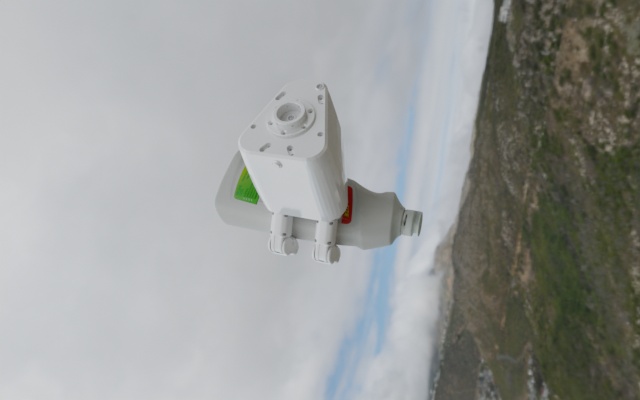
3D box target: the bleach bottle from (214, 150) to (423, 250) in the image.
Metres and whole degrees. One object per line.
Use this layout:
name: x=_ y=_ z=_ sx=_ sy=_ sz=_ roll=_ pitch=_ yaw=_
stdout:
bleach bottle: x=0.000 y=0.002 z=0.592 sx=0.251 sy=0.102 sz=0.068 roll=9 pitch=-31 yaw=18
